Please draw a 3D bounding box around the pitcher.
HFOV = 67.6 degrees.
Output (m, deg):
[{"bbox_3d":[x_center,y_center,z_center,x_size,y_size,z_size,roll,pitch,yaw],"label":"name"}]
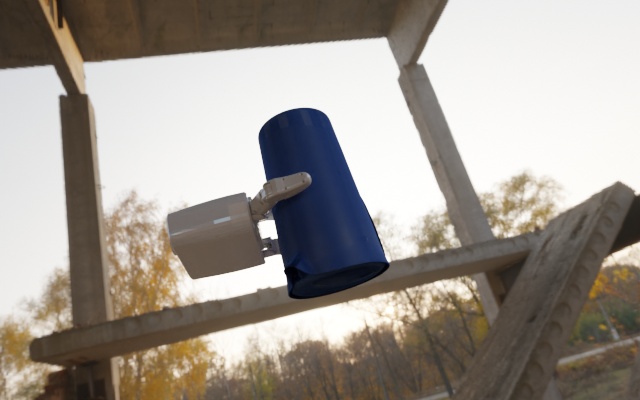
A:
[{"bbox_3d":[0.000,0.002,0.650,0.145,0.242,0.149,-15,-22,-4],"label":"pitcher"}]
